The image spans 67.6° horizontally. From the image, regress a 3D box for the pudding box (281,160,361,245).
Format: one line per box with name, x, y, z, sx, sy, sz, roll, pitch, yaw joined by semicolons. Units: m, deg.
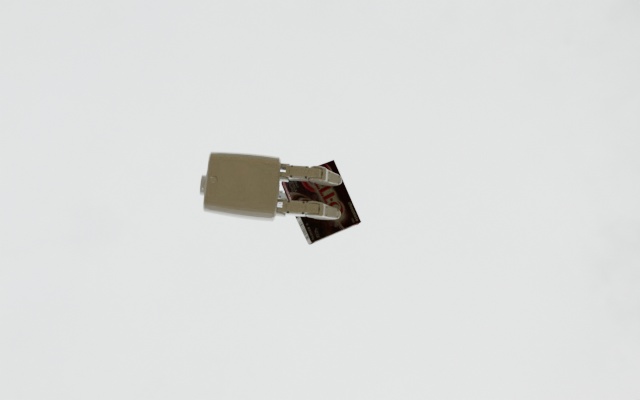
pudding box;0.000;0.003;0.758;0.090;0.113;0.039;-22;-4;-17
